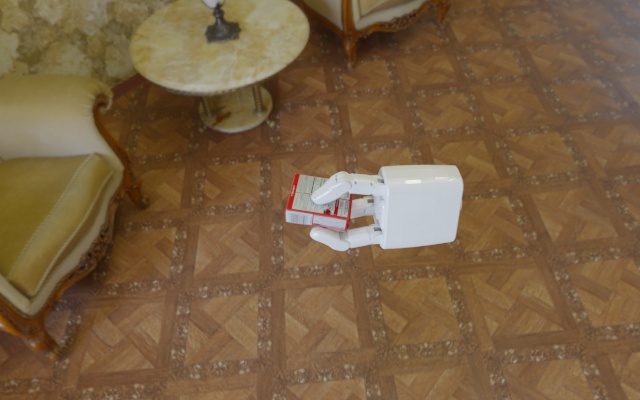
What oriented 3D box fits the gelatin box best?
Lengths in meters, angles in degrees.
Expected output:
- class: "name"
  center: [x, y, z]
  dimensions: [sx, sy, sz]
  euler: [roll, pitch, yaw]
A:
- class: "gelatin box"
  center: [0.000, 0.002, 0.672]
  dimensions: [0.089, 0.073, 0.030]
  euler: [9, -43, 2]
